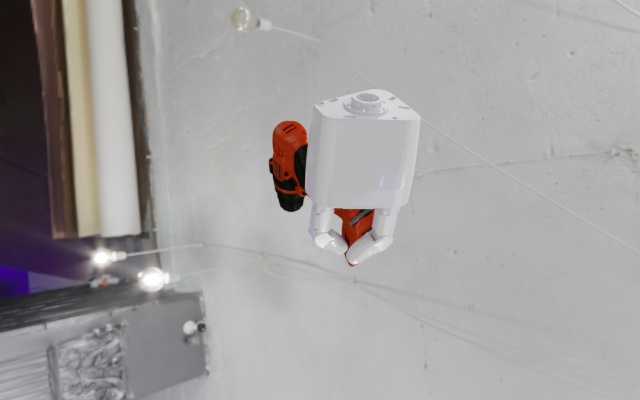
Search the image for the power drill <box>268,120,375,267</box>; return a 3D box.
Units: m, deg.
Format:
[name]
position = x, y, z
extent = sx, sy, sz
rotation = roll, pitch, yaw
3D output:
[power drill]
position = 0.000, 0.002, 0.660
extent = 0.057, 0.187, 0.185
rotation = -37, -25, -22
